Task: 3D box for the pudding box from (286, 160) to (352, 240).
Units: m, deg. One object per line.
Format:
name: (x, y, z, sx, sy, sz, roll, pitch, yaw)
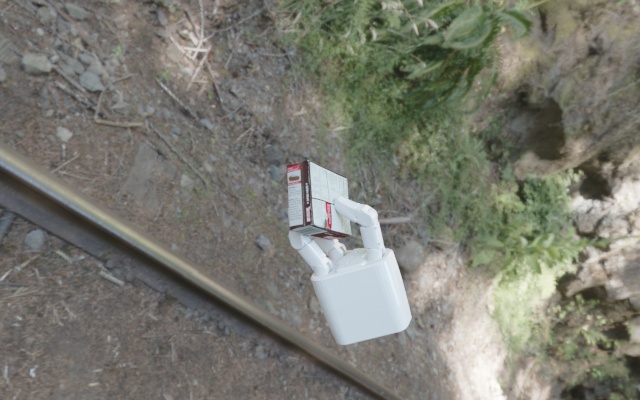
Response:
pudding box: (0.000, 0.002, 0.651, 0.039, 0.090, 0.113, -12, -16, 27)
